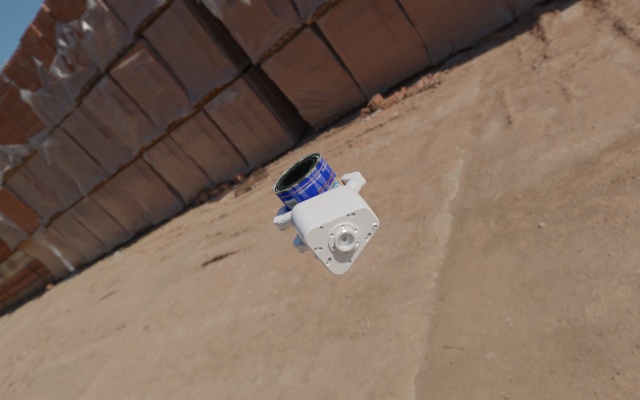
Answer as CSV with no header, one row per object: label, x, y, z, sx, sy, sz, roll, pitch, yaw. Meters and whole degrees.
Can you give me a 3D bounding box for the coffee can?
coffee can,0.000,0.003,0.827,0.103,0.140,0.102,-33,22,15
